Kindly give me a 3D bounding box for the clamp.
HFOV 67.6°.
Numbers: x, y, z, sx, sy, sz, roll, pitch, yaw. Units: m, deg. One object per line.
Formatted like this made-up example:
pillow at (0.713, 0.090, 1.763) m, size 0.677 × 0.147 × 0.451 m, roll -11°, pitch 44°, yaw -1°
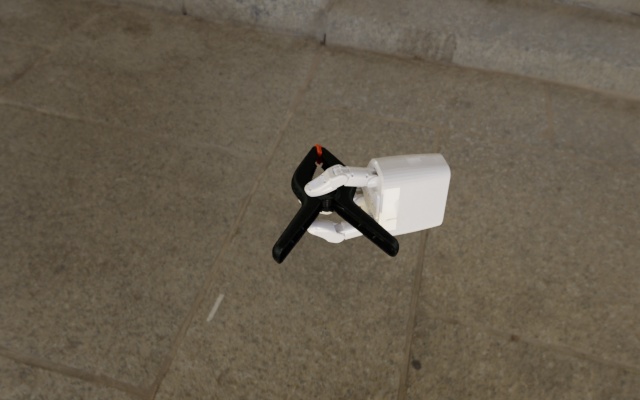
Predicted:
clamp at (0.000, 0.001, 0.665) m, size 0.164 × 0.209 × 0.036 m, roll -7°, pitch -41°, yaw -14°
